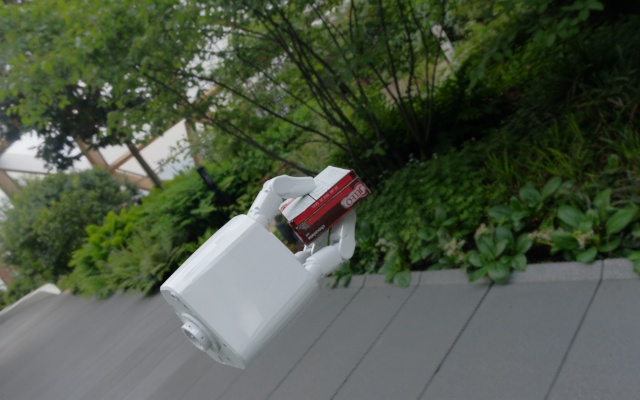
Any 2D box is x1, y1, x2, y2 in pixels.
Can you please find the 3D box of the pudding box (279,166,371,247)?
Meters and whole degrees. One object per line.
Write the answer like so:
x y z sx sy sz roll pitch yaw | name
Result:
0.000 0.002 0.550 0.090 0.039 0.113 -39 14 -5 | pudding box
